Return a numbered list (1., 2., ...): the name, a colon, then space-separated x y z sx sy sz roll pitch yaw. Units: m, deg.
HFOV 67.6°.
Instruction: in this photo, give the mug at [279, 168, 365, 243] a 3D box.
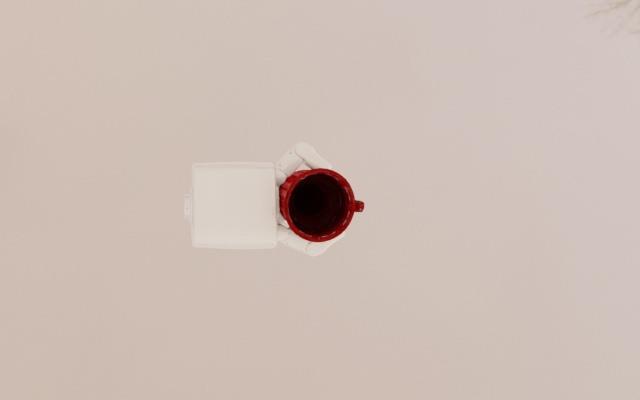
1. mug: 0.001 0.002 0.632 0.117 0.093 0.081 1 6 -16
